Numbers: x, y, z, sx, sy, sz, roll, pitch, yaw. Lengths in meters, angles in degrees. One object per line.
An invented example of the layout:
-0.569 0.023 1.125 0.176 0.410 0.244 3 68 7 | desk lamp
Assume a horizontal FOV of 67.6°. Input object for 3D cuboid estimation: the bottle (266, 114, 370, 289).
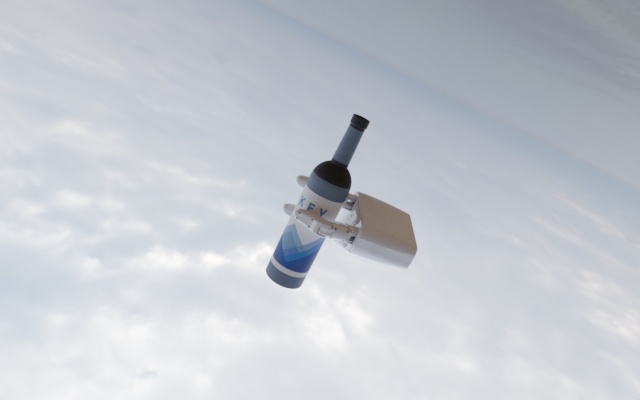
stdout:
0.000 0.003 0.755 0.069 0.296 0.069 23 18 -8 | bottle
